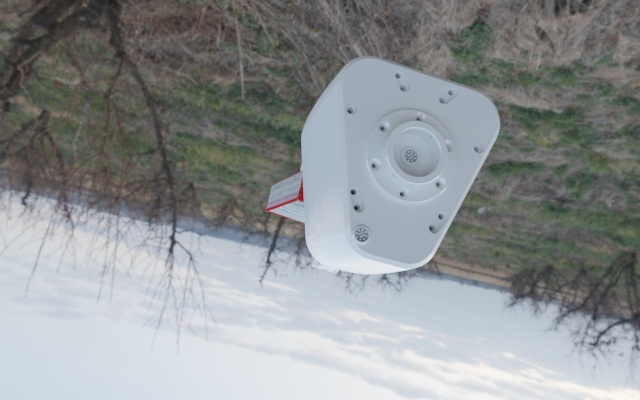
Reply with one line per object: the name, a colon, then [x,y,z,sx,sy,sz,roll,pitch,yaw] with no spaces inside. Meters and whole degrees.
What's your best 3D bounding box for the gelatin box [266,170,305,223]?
gelatin box: [0.000,0.002,0.430,0.073,0.030,0.089,18,-15,-21]
